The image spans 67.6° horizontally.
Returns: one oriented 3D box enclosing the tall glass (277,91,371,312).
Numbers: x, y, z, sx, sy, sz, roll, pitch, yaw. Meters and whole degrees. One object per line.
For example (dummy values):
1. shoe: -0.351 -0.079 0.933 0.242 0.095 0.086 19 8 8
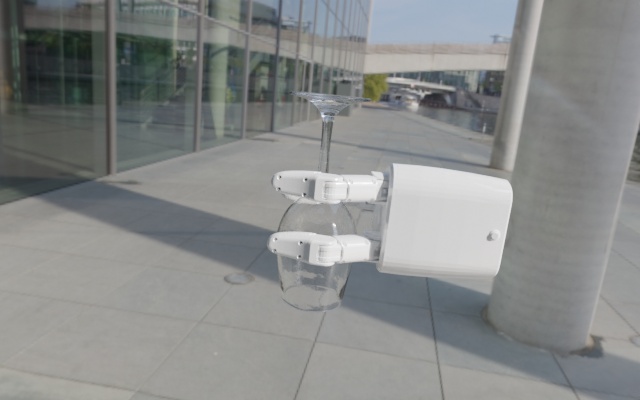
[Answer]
1. tall glass: 0.000 0.001 0.454 0.079 0.201 0.079 5 13 -1
